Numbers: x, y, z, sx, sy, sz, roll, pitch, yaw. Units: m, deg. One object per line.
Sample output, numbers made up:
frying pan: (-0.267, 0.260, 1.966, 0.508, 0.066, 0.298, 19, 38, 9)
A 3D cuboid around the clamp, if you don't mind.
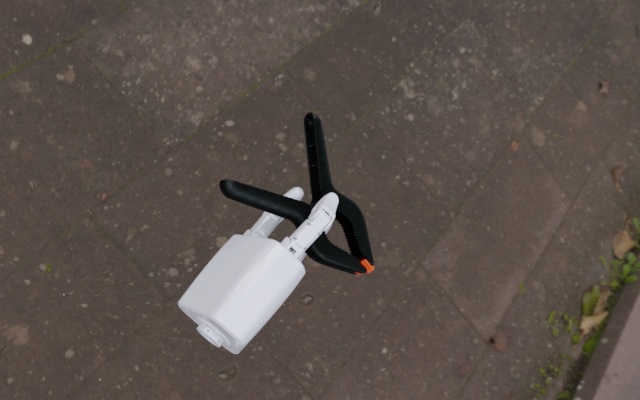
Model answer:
clamp: (0.001, 0.002, 0.591, 0.164, 0.210, 0.036, -51, 15, -28)
